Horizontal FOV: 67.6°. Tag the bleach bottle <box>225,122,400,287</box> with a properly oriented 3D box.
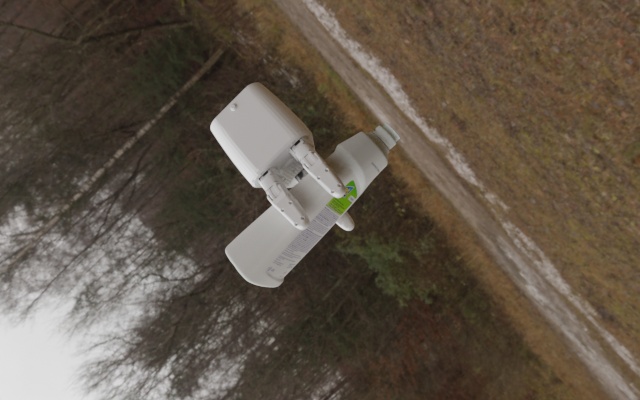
[{"bbox_3d":[0.000,0.002,0.601,0.251,0.068,0.102,-43,-21,5],"label":"bleach bottle"}]
